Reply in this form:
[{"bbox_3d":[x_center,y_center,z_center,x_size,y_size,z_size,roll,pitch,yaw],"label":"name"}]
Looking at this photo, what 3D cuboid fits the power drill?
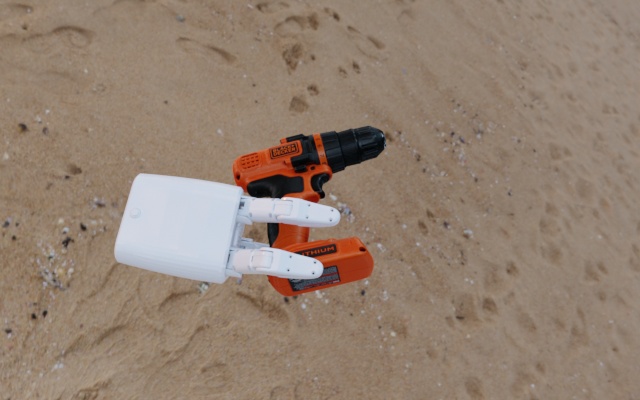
[{"bbox_3d":[0.000,0.002,0.526,0.184,0.187,0.057,-15,-39,2],"label":"power drill"}]
